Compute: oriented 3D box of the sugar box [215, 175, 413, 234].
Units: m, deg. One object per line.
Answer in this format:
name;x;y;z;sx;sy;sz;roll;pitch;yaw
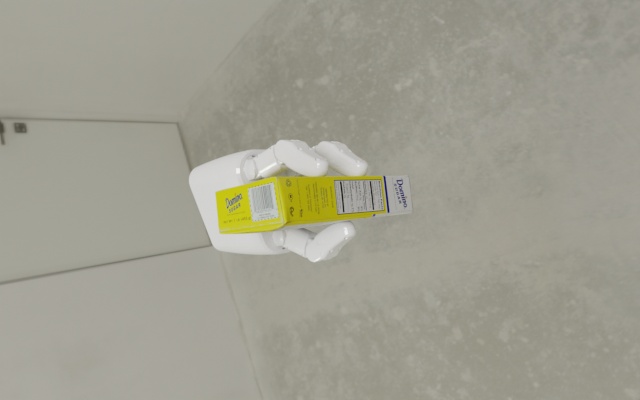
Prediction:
sugar box;0.000;0.001;0.459;0.176;0.048;0.093;-7;-1;-45
